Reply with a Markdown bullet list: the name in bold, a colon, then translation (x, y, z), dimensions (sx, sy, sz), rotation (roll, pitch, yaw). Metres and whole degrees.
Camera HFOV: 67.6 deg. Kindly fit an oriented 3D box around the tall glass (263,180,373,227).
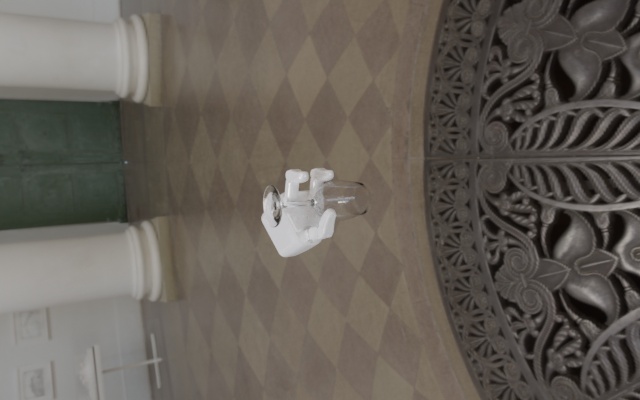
- **tall glass**: translation (0.000, 0.003, 0.883), dimensions (0.201, 0.079, 0.079), rotation (-5, 2, -31)
